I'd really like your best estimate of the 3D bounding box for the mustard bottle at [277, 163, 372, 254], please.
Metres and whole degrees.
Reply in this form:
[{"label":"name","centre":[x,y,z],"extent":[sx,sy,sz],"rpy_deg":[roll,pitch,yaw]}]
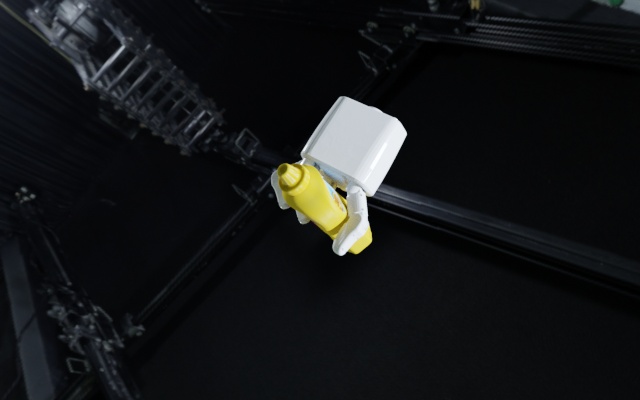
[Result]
[{"label":"mustard bottle","centre":[0.000,0.003,0.653],"extent":[0.058,0.096,0.192],"rpy_deg":[-39,-39,7]}]
